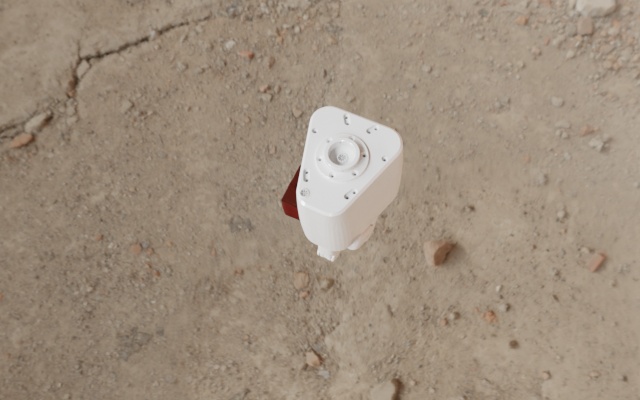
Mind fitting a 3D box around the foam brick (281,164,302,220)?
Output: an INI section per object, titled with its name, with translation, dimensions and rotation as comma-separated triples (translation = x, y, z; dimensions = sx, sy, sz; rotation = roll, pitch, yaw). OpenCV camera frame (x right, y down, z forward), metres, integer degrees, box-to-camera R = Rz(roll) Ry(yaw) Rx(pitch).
[foam brick]
translation = 0.000, 0.002, 0.567
dimensions = 0.078, 0.053, 0.051
rotation = 23, -18, 13
